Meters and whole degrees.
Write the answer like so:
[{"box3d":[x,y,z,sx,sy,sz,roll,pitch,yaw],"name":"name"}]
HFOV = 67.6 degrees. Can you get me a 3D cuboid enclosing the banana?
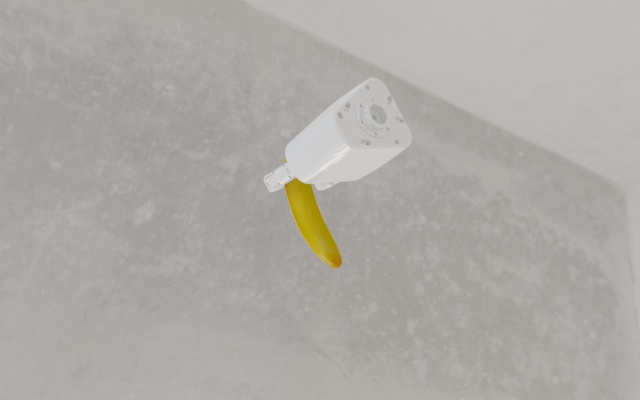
[{"box3d":[-0.015,-0.001,0.660,0.069,0.197,0.037,0,-19,-39],"name":"banana"}]
